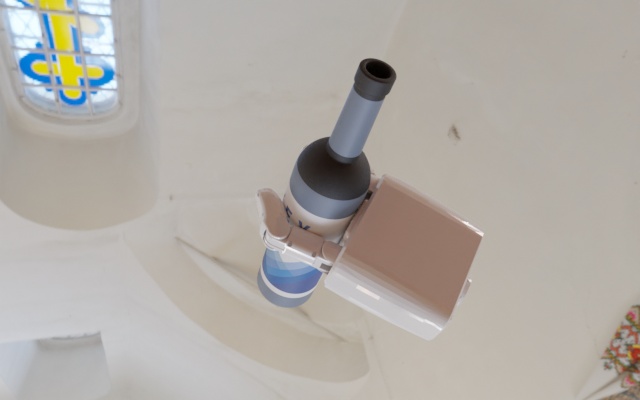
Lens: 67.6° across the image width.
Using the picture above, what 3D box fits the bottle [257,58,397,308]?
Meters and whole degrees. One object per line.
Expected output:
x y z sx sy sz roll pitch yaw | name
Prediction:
0.000 0.002 0.436 0.069 0.069 0.296 0 -38 -20 | bottle
